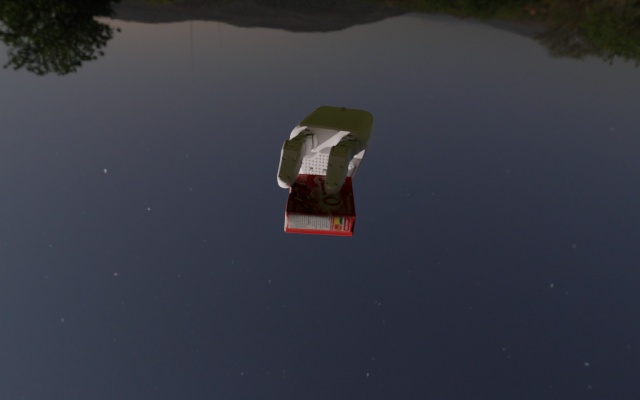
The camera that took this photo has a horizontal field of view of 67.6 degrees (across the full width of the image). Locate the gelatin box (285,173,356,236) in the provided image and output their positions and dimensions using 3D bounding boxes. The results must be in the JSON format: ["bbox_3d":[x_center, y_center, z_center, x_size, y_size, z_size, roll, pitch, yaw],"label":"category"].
[{"bbox_3d":[0.000,0.002,0.532,0.073,0.030,0.089,4,31,-1],"label":"gelatin box"}]
